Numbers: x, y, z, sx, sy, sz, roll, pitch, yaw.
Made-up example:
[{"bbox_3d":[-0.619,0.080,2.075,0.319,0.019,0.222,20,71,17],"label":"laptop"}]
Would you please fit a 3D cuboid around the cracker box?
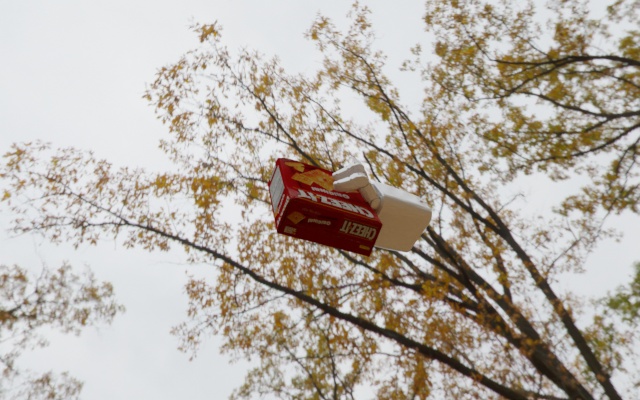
[{"bbox_3d":[0.000,0.003,0.846,0.164,0.072,0.213,15,19,-16],"label":"cracker box"}]
